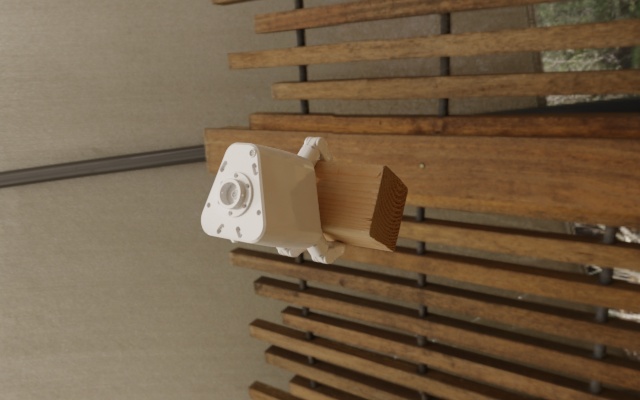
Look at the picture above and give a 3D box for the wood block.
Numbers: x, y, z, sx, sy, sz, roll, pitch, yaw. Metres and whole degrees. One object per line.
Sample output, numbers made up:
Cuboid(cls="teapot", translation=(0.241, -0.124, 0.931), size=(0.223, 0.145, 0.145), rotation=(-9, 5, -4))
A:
Cuboid(cls="wood block", translation=(0.000, 0.002, 0.645), size=(0.206, 0.090, 0.090), rotation=(7, -15, 32))
